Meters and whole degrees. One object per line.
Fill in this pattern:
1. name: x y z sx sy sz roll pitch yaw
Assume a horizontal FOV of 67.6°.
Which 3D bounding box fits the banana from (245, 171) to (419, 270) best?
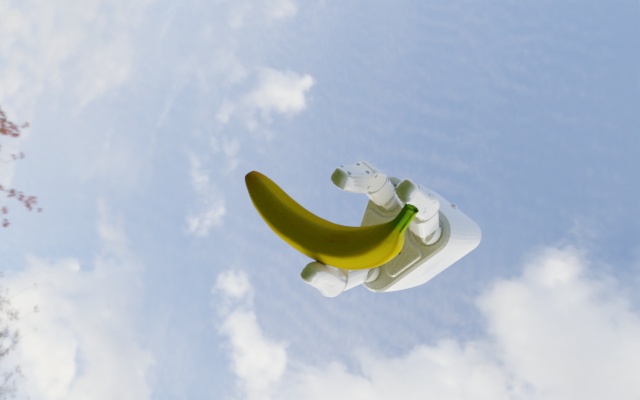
1. banana: -0.001 0.020 0.432 0.198 0.069 0.037 13 4 38
